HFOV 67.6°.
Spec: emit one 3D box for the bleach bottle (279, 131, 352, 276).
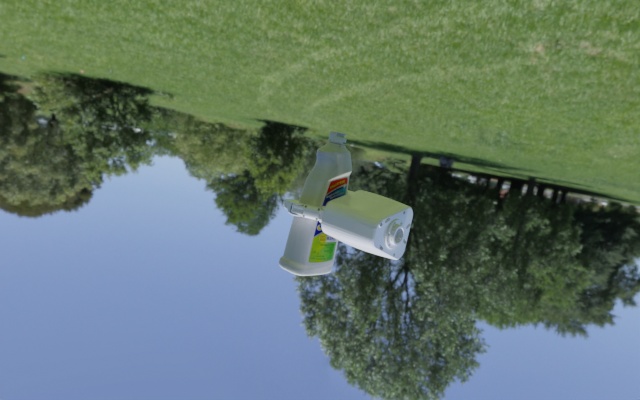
[{"bbox_3d":[0.000,0.003,0.843,0.068,0.251,0.102,19,10,41],"label":"bleach bottle"}]
